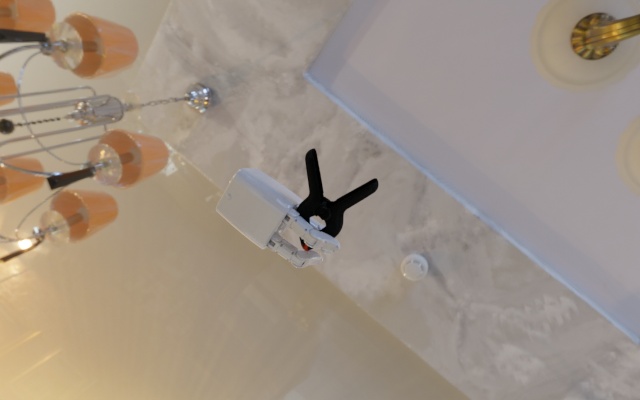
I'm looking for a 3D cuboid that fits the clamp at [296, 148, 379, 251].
[{"bbox_3d":[0.000,0.002,0.762,0.120,0.171,0.039,36,25,4],"label":"clamp"}]
